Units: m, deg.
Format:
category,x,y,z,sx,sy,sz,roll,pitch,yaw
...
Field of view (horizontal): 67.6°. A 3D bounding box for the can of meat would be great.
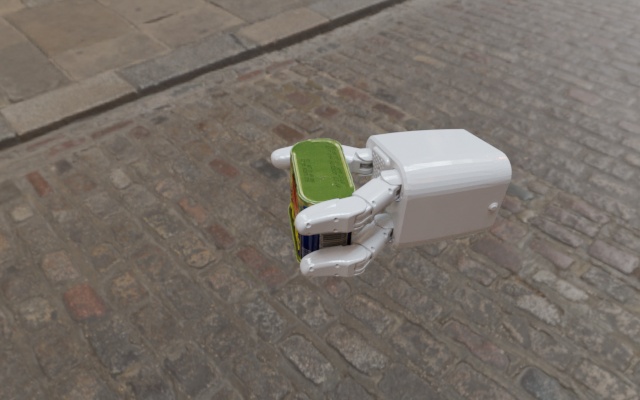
category,x,y,z,sx,sy,sz,roll,pitch,yaw
can of meat,0.000,0.001,0.461,0.057,0.084,0.102,-5,43,-8
